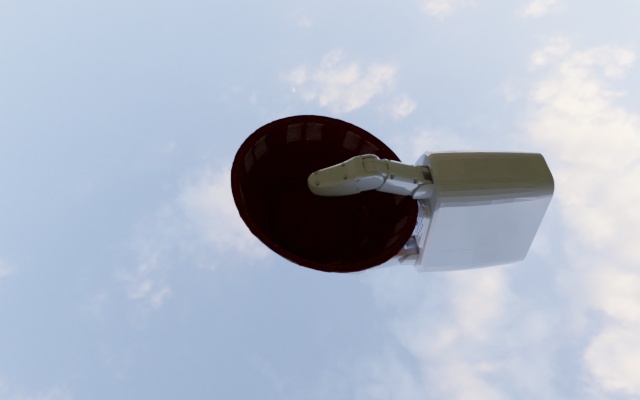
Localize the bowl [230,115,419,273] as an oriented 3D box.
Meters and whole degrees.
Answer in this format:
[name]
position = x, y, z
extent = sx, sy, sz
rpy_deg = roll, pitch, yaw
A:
[bowl]
position = -0.001, 0.001, 0.419
extent = 0.162, 0.162, 0.055
rpy_deg = 0, -34, -17
